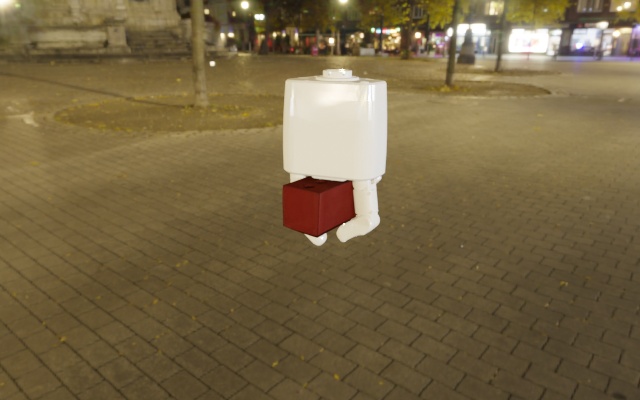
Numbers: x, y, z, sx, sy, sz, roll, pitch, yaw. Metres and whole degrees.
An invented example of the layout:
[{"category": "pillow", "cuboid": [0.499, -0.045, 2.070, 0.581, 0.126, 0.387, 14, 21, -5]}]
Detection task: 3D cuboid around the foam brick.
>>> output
[{"category": "foam brick", "cuboid": [0.000, 0.002, 0.548, 0.053, 0.051, 0.078, 15, 24, 34]}]
